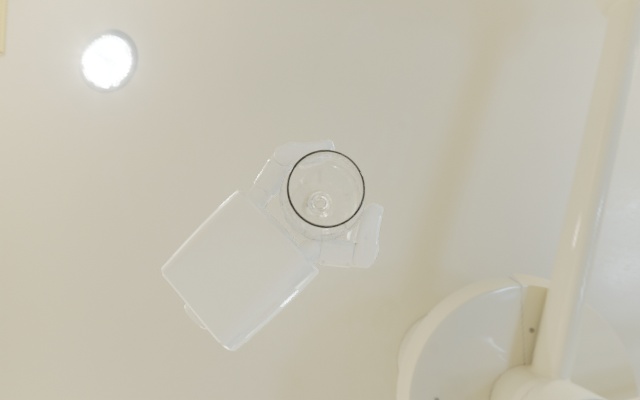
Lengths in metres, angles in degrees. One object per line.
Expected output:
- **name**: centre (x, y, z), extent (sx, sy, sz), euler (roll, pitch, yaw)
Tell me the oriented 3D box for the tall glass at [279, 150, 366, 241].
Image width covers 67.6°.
- **tall glass**: centre (0.000, 0.001, 0.469), extent (0.079, 0.079, 0.201), euler (0, -7, -3)
